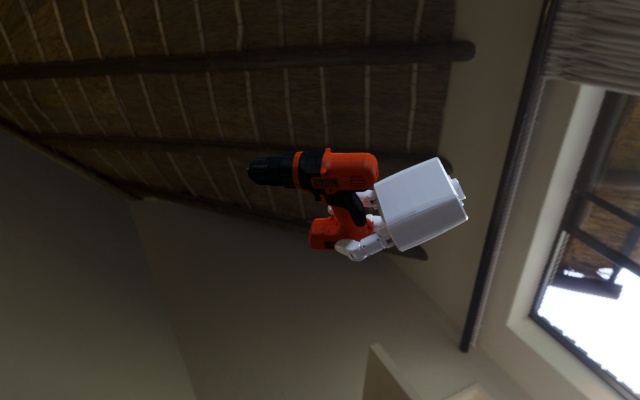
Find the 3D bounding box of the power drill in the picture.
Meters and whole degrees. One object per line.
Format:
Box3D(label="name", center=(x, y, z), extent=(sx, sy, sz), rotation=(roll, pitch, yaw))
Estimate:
Box3D(label="power drill", center=(0.000, 0.003, 0.705), extent=(0.184, 0.057, 0.188), rotation=(2, -37, 16))
